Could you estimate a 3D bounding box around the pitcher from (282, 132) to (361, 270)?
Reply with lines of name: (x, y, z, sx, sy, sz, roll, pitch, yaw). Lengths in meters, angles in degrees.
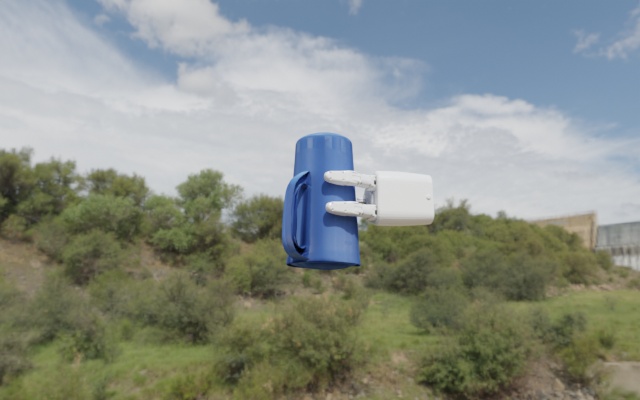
pitcher: (0.000, 0.003, 0.868, 0.145, 0.242, 0.149, 2, -13, -8)
